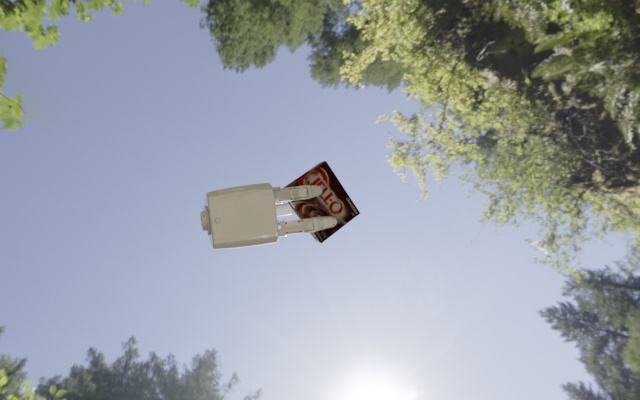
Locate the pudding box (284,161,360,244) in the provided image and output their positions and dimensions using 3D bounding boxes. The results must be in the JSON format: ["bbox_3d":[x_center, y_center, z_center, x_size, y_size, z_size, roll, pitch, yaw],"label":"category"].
[{"bbox_3d":[0.000,0.003,0.821,0.090,0.113,0.039,-36,11,-14],"label":"pudding box"}]
